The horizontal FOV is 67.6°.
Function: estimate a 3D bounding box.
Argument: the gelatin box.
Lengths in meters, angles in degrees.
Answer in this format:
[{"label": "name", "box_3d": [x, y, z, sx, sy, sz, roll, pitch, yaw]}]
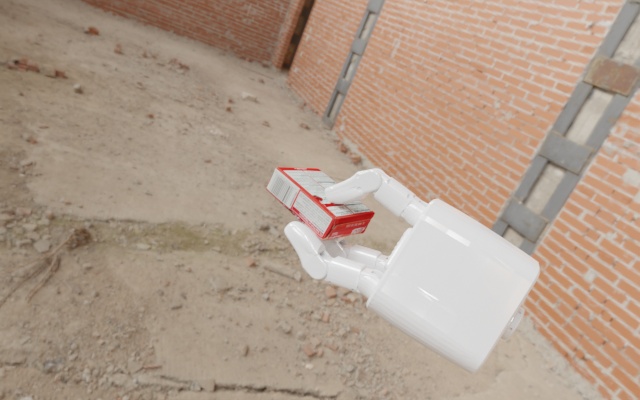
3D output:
[{"label": "gelatin box", "box_3d": [0.000, 0.001, 0.485, 0.089, 0.030, 0.073, 41, 24, 26]}]
